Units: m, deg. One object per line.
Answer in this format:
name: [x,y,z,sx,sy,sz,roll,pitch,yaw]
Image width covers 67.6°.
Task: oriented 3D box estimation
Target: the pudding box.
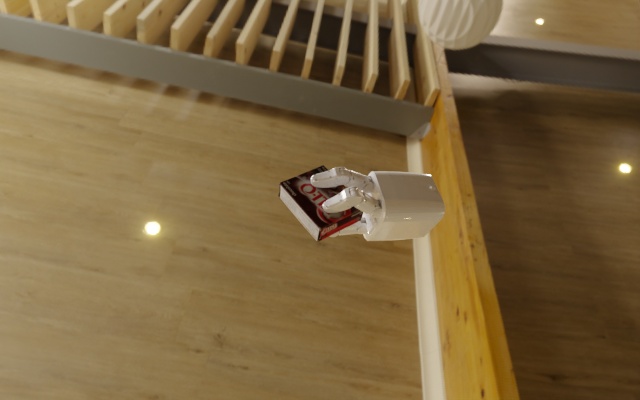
pudding box: [0.000,0.003,0.757,0.090,0.039,0.113,-24,54,-31]
